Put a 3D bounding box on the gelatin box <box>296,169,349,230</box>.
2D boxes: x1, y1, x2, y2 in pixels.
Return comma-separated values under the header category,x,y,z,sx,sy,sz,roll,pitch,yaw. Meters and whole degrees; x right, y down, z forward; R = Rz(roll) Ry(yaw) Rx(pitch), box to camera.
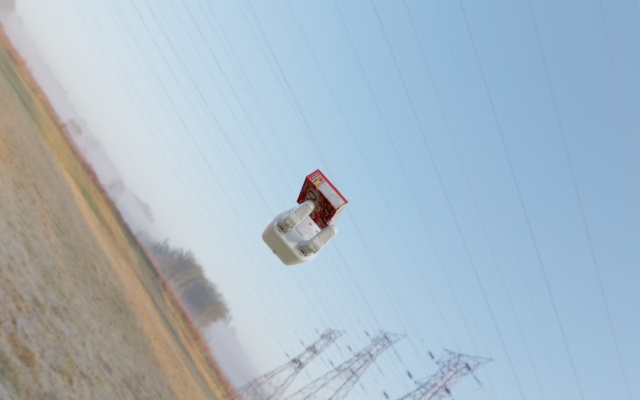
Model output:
category,x,y,z,sx,sy,sz,roll,pitch,yaw
gelatin box,0.001,0.002,0.763,0.030,0.073,0.089,-34,-14,-27
